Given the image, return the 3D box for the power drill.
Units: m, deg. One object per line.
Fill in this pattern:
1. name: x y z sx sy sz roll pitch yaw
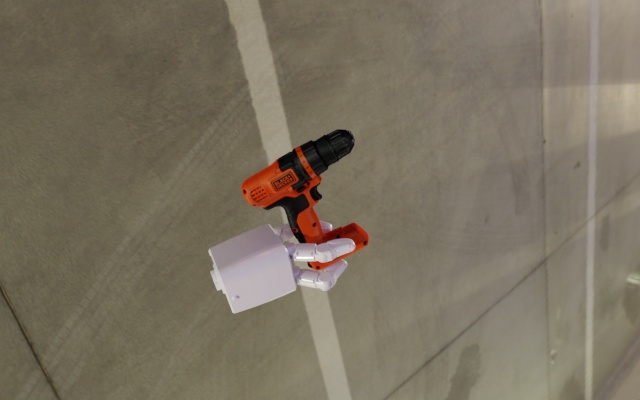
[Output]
1. power drill: 0.000 0.003 0.732 0.184 0.188 0.057 -28 22 9
